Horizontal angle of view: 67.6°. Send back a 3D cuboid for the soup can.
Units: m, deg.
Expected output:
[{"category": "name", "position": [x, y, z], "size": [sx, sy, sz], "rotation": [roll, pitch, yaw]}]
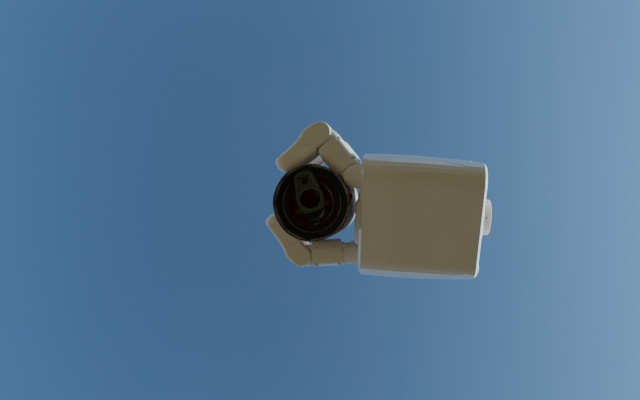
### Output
[{"category": "soup can", "position": [0.000, 0.002, 0.463], "size": [0.068, 0.068, 0.102], "rotation": [0, 1, 10]}]
